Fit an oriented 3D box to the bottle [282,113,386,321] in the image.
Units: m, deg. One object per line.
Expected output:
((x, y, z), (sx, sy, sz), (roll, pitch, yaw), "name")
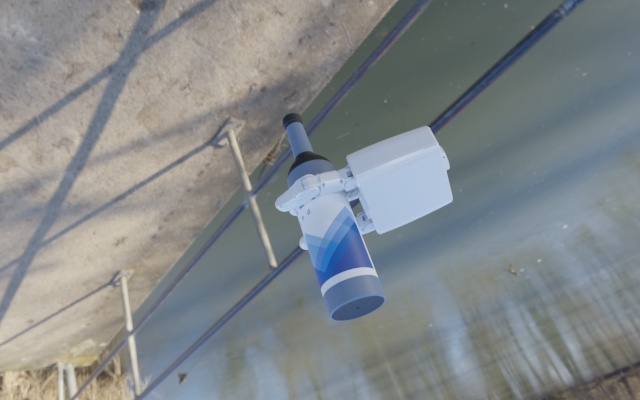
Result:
((0.000, 0.002, 0.607), (0.069, 0.295, 0.069), (-14, -32, -9), "bottle")
